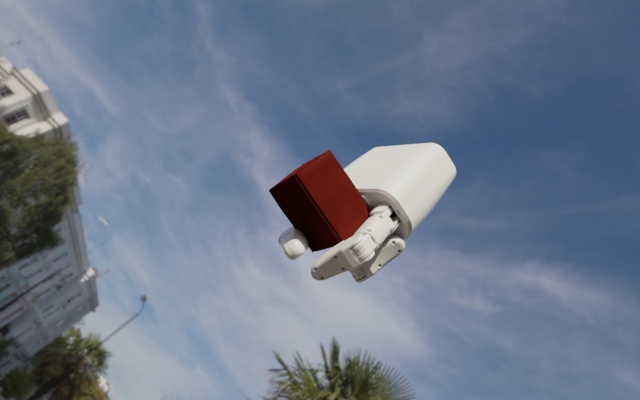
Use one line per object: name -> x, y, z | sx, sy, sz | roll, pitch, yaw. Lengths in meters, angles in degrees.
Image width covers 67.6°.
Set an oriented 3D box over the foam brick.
foam brick -> 0.000, 0.001, 0.454 | 0.051, 0.078, 0.053 | -41, 11, -35
